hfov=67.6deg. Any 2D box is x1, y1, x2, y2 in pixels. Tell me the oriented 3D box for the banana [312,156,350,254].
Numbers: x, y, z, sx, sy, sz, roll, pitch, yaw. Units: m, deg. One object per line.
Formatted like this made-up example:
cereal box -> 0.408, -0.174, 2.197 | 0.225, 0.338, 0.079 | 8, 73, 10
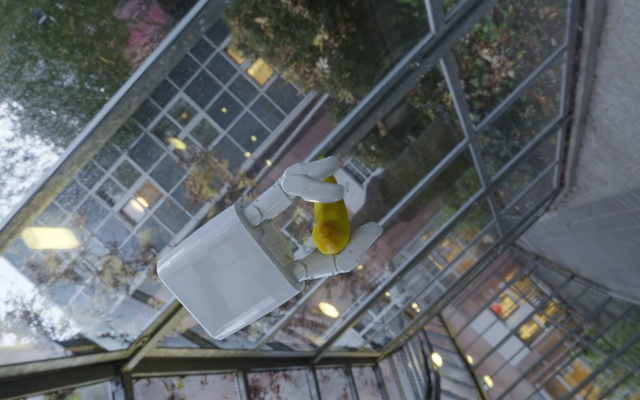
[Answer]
banana -> 0.008, 0.016, 0.519 | 0.037, 0.070, 0.197 | -23, 23, 8
